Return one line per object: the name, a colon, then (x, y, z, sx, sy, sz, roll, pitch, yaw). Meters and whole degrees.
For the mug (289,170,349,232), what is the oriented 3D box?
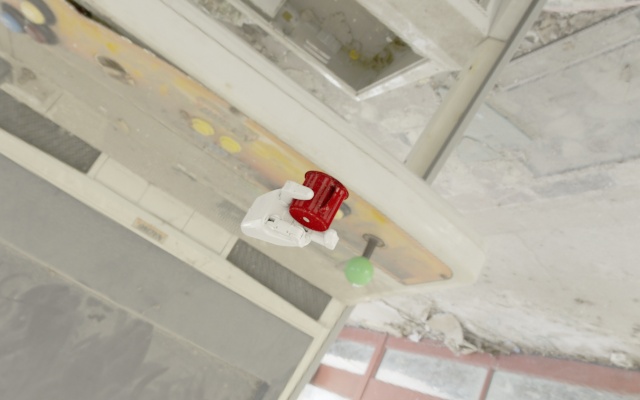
mug: (0.001, 0.003, 0.869, 0.093, 0.081, 0.117, 38, -24, -22)
